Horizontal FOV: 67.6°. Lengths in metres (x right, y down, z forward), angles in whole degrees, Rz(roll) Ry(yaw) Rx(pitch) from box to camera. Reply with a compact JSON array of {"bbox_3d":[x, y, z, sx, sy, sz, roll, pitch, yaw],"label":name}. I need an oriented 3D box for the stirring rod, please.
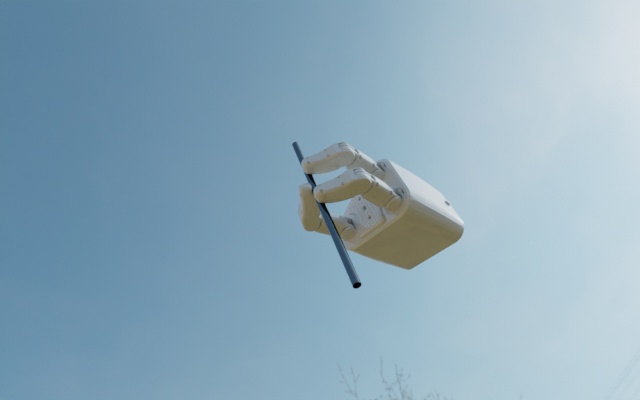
[{"bbox_3d":[0.000,0.002,0.501,0.011,0.011,0.239,0,36,-19],"label":"stirring rod"}]
